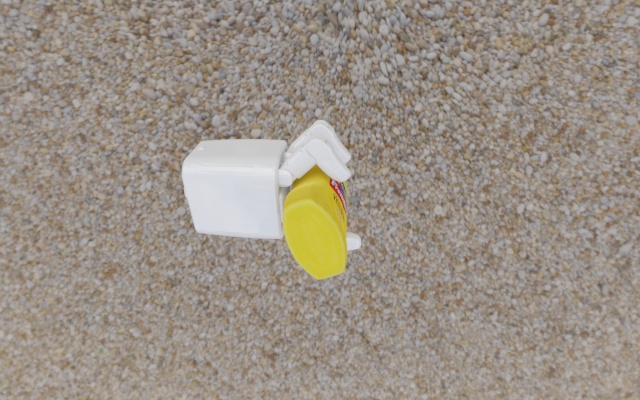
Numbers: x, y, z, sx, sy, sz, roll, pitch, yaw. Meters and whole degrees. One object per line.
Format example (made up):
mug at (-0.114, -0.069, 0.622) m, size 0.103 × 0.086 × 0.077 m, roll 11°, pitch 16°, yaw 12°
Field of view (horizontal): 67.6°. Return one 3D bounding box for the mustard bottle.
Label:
mustard bottle at (0.000, 0.002, 0.563) m, size 0.058 × 0.096 × 0.191 m, roll -20°, pitch 22°, yaw 13°
